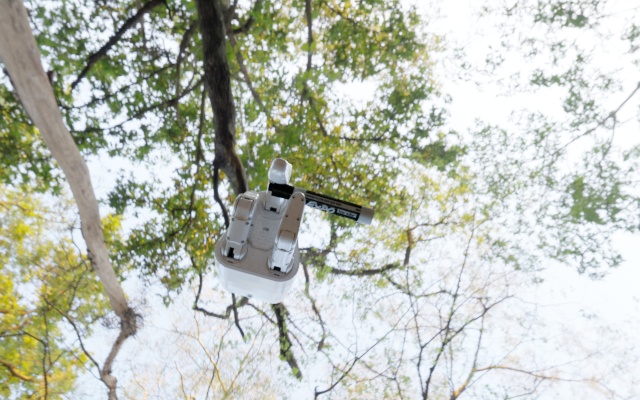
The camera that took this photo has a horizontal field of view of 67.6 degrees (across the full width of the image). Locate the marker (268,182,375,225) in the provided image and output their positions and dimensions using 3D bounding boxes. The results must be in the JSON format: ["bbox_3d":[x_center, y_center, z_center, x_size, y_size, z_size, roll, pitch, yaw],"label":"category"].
[{"bbox_3d":[0.000,0.002,0.531,0.121,0.020,0.020,17,0,-1],"label":"marker"}]
